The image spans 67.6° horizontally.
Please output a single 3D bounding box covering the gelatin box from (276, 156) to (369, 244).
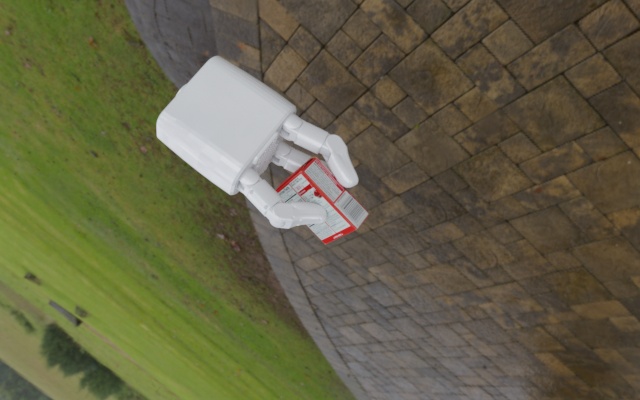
[{"bbox_3d":[0.000,0.002,0.531,0.030,0.089,0.073,-48,8,-32],"label":"gelatin box"}]
